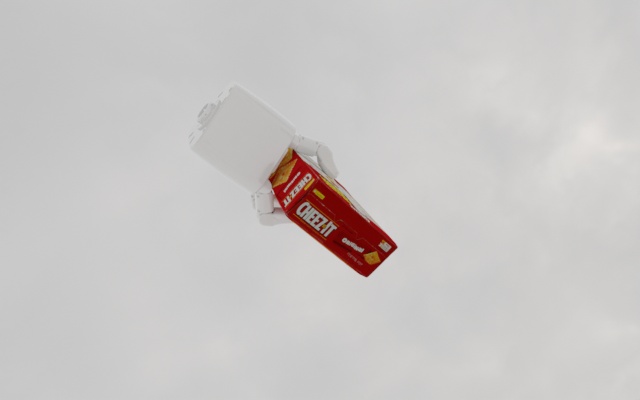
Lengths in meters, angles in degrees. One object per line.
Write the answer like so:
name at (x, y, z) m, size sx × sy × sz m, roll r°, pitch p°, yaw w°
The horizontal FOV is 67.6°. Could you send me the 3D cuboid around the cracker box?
cracker box at (0.000, 0.002, 0.710) m, size 0.164 × 0.072 × 0.213 m, roll 39°, pitch 7°, yaw -27°
